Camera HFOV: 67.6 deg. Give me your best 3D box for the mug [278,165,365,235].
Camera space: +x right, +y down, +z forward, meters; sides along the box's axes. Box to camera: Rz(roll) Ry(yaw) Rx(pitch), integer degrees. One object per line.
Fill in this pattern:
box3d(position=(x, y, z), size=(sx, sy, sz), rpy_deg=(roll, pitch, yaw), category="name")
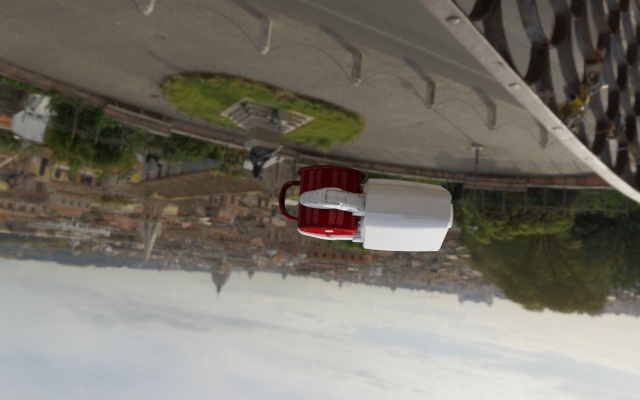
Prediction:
box3d(position=(-0.001, 0.002, 0.648), size=(0.117, 0.081, 0.093), rpy_deg=(3, -10, 7), category="mug")
